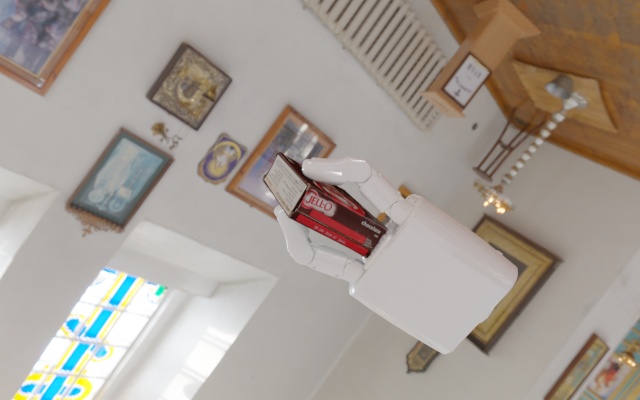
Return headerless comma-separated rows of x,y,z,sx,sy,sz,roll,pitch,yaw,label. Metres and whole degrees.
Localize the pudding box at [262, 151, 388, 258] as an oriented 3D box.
0.000,0.002,0.453,0.090,0.039,0.113,30,6,-26,pudding box
